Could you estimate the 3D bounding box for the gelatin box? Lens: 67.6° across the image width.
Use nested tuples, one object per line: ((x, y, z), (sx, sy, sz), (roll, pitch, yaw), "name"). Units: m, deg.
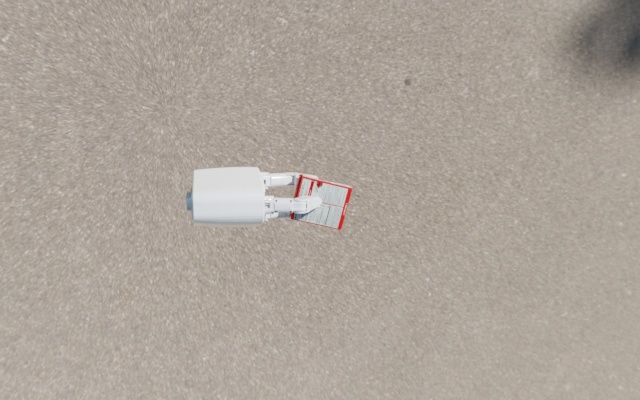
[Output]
((0.001, 0.003, 0.784), (0.089, 0.073, 0.030), (13, 8, -11), "gelatin box")
